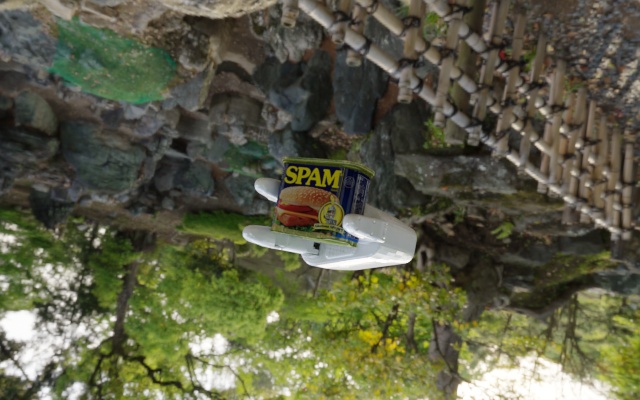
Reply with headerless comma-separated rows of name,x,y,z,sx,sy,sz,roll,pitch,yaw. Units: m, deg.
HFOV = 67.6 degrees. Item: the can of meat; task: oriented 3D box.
can of meat,0.000,0.002,0.517,0.102,0.084,0.057,7,-8,31
